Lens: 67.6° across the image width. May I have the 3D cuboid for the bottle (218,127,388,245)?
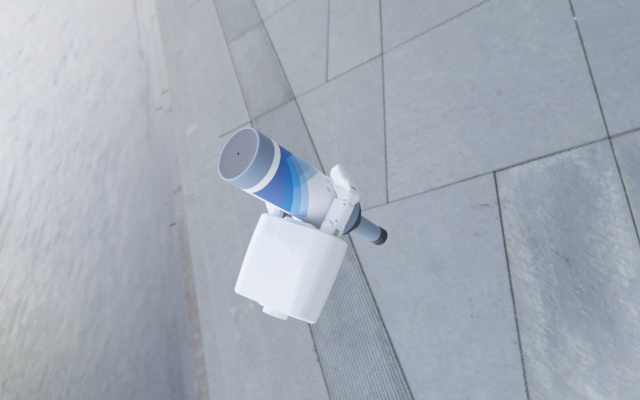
[{"bbox_3d":[0.000,0.002,0.630,0.069,0.069,0.296,0,-22,42],"label":"bottle"}]
